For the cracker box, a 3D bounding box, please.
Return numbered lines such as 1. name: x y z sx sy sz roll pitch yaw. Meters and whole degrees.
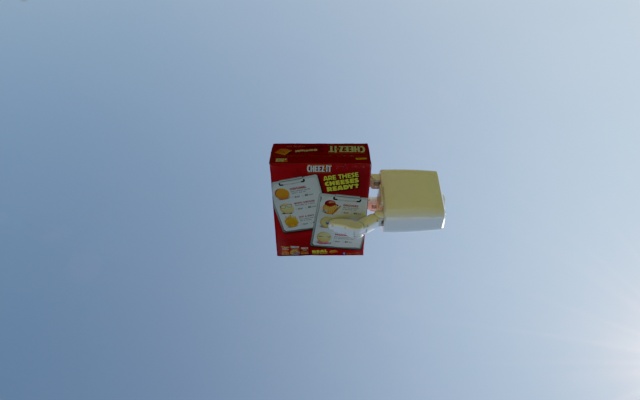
1. cracker box: 0.000 0.003 0.842 0.164 0.214 0.072 0 40 0
